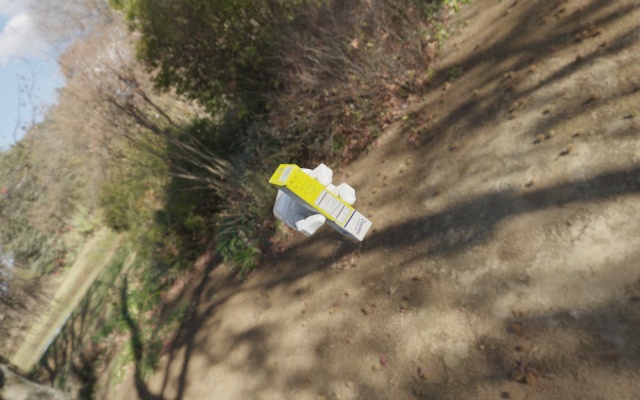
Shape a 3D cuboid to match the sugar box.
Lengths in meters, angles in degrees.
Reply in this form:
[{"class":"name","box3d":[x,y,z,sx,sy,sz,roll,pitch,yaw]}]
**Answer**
[{"class":"sugar box","box3d":[0.000,0.002,0.845,0.176,0.048,0.093,34,-7,-21]}]
